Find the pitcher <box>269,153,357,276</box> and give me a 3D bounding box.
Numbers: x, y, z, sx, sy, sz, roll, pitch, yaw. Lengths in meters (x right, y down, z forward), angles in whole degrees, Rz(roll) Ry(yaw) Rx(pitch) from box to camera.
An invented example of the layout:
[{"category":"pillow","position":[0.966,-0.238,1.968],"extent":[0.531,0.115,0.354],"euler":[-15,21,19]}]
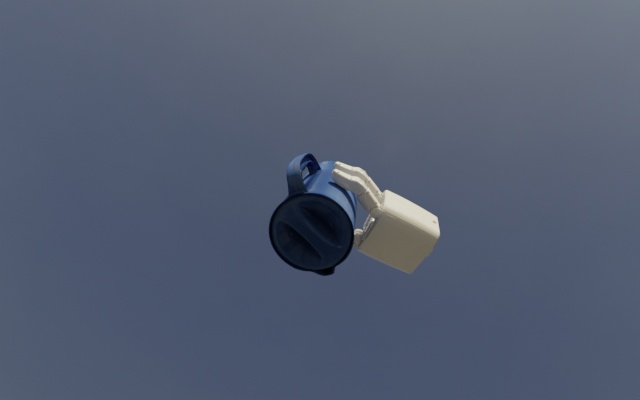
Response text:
[{"category":"pitcher","position":[0.000,0.003,0.830],"extent":[0.145,0.149,0.242],"euler":[27,22,-1]}]
